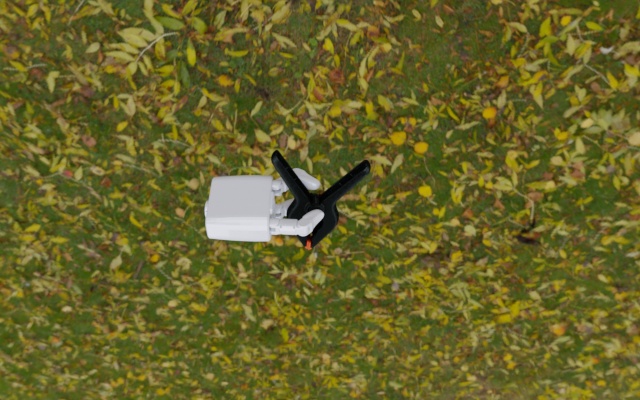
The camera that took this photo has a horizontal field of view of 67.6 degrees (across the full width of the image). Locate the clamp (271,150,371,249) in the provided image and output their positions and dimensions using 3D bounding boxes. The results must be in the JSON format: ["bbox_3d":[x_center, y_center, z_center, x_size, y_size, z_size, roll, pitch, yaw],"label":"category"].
[{"bbox_3d":[0.000,0.004,0.839,0.164,0.210,0.036,1,39,0],"label":"clamp"}]
